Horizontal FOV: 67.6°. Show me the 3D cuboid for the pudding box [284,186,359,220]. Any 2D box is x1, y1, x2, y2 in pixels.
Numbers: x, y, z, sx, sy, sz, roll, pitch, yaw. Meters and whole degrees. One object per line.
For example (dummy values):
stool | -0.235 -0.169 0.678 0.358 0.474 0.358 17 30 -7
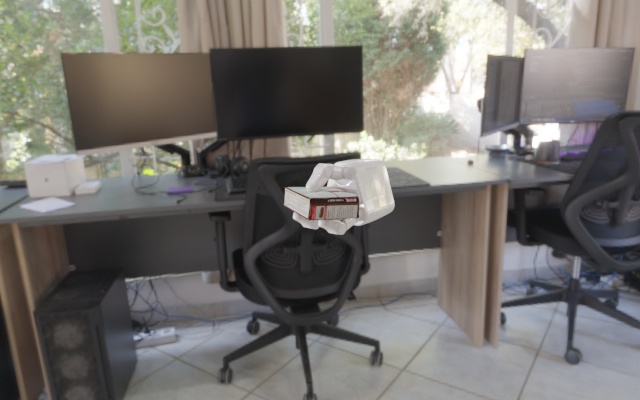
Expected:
pudding box | 0.000 0.002 0.786 0.090 0.039 0.113 -3 10 -24
